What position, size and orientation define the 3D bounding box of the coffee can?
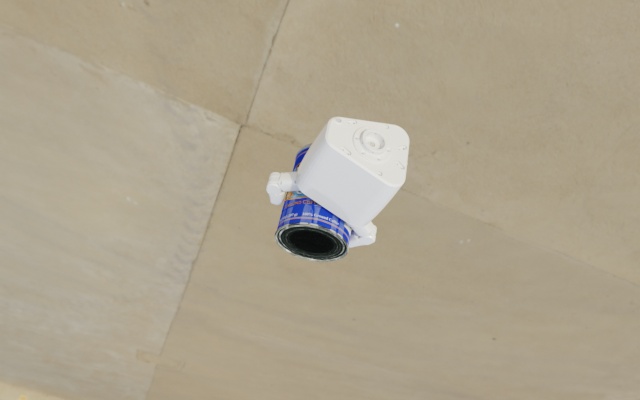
[{"bbox_3d":[0.000,0.002,0.684,0.103,0.140,0.103,9,-32,6],"label":"coffee can"}]
